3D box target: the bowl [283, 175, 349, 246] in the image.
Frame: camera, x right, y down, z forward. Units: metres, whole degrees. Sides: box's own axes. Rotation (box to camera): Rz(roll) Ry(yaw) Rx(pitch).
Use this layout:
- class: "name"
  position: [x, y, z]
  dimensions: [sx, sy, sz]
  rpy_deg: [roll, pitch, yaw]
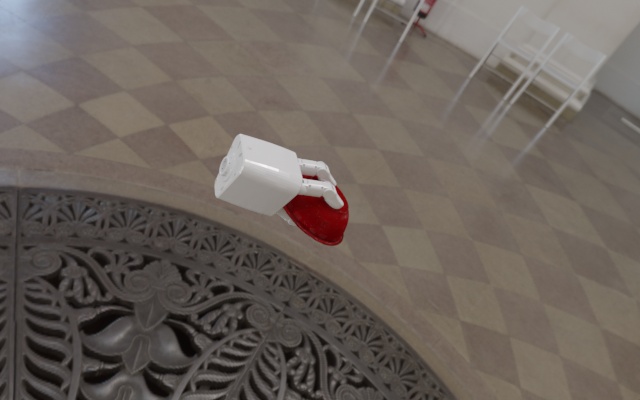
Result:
- class: "bowl"
  position: [0.001, 0.003, 0.875]
  dimensions: [0.055, 0.162, 0.162]
  rpy_deg: [-43, -21, 24]
